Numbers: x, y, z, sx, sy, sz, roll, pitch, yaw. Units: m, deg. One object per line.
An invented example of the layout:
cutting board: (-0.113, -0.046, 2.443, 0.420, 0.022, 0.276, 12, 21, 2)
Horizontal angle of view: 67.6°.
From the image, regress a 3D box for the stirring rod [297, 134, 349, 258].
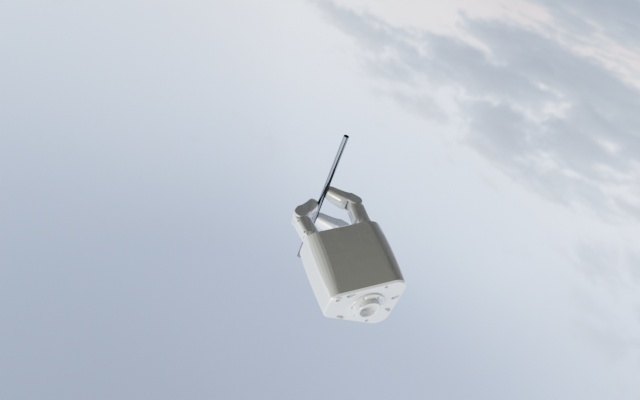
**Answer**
stirring rod: (0.000, 0.002, 0.718, 0.011, 0.240, 0.011, 13, 38, -11)
